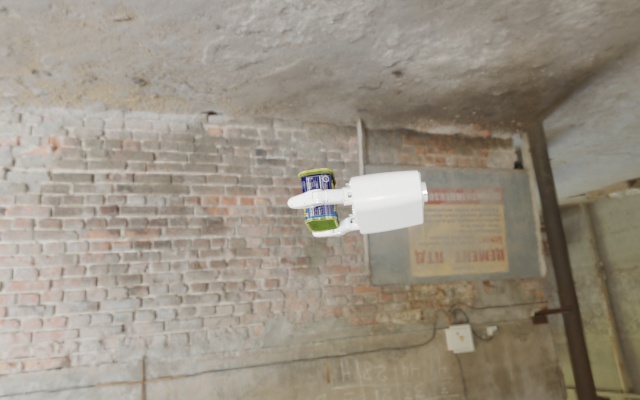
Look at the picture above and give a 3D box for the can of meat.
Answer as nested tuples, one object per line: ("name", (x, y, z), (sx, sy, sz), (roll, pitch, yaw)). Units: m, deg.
("can of meat", (0.000, 0.003, 0.796), (0.057, 0.084, 0.102), (-8, -15, 4))
